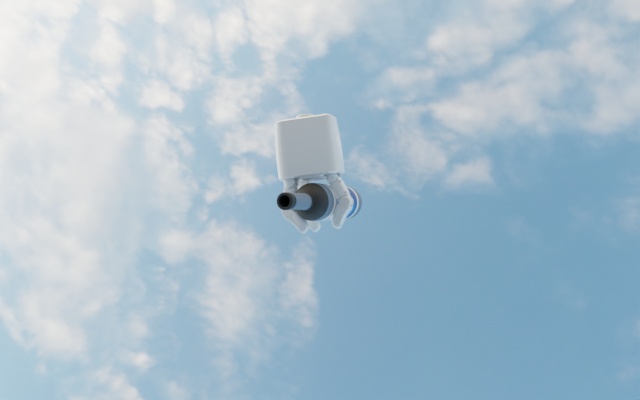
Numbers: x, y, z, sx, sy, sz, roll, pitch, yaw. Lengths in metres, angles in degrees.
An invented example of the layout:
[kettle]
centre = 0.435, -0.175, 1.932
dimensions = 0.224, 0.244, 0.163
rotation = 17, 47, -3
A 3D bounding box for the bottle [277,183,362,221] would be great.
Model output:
[bottle]
centre = 0.000, 0.003, 0.859
dimensions = 0.069, 0.069, 0.296
rotation = 0, -1, 22
